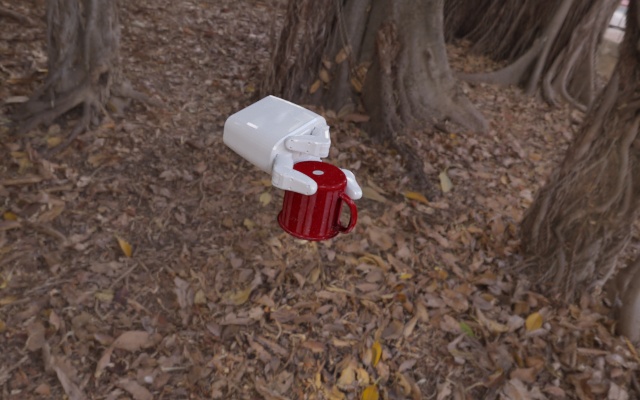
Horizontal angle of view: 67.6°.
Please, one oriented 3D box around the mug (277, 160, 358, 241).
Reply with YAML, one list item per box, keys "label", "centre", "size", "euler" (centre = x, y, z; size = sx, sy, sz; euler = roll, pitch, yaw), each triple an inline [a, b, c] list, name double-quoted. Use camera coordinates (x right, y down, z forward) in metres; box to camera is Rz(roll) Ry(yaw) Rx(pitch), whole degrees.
- label: "mug"
  centre: [0.001, 0.003, 0.654]
  size: [0.117, 0.081, 0.093]
  euler: [29, 35, 29]
